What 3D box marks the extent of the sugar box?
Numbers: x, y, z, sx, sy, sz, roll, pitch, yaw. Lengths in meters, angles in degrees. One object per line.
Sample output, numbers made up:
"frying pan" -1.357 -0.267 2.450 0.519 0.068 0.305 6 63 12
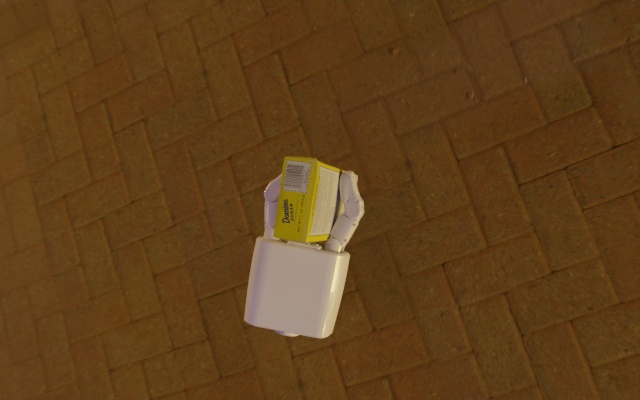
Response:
"sugar box" 0.000 0.002 0.598 0.048 0.093 0.176 9 0 17
